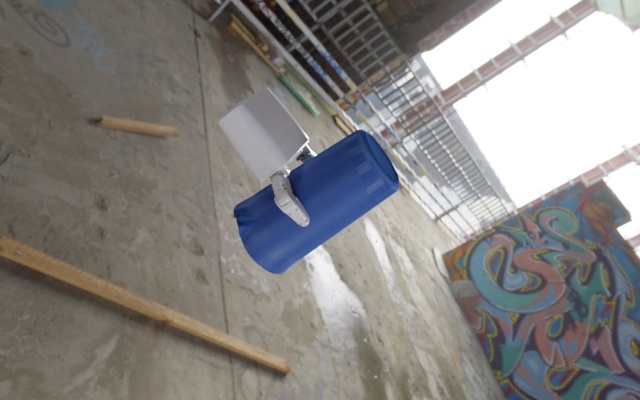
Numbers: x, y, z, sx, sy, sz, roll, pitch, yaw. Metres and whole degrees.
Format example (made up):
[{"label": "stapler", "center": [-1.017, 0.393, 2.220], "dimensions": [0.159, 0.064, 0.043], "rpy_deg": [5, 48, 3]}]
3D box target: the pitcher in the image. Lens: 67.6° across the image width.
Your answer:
[{"label": "pitcher", "center": [0.000, 0.002, 0.742], "dimensions": [0.243, 0.145, 0.149], "rpy_deg": [-33, 13, 19]}]
